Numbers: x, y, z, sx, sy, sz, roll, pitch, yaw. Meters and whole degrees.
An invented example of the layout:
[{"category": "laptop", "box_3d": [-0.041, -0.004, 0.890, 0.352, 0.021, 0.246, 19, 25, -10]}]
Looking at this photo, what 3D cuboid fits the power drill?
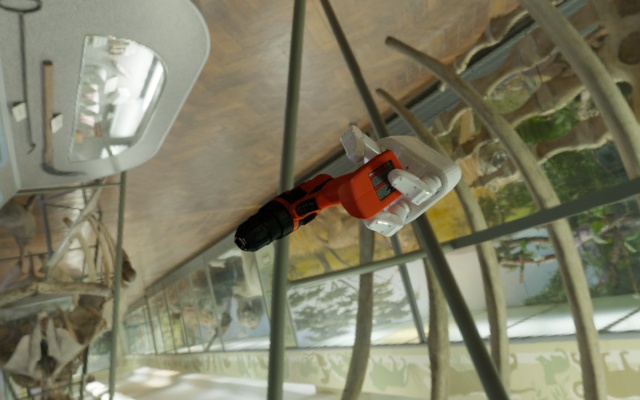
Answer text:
[{"category": "power drill", "box_3d": [0.001, 0.002, 0.599, 0.187, 0.057, 0.184, -14, 17, 47]}]
